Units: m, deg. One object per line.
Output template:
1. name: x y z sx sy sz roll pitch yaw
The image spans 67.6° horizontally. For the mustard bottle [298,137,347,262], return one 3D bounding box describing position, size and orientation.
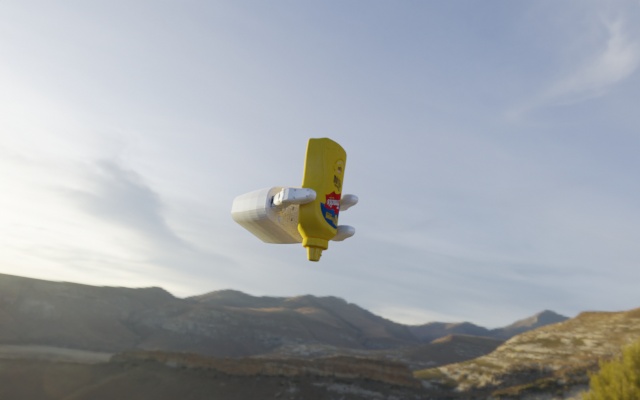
1. mustard bottle: 0.000 0.002 0.767 0.058 0.191 0.096 1 -17 22
